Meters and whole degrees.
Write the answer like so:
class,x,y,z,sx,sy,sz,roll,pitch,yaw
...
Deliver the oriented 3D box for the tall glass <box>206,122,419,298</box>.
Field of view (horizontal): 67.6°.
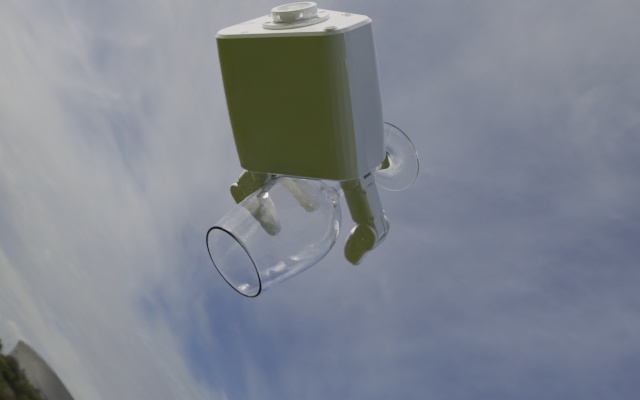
class,x,y,z,sx,sy,sz,roll,pitch,yaw
tall glass,0.001,0.001,0.413,0.079,0.079,0.201,0,27,48
